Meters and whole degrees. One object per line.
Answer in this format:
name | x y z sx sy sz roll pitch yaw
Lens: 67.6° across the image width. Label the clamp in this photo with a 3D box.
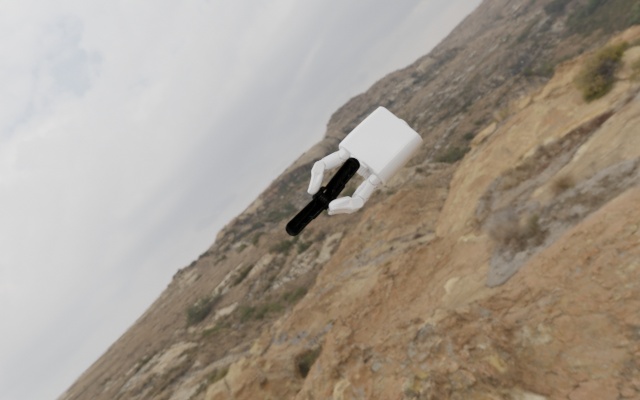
clamp | 0.000 0.002 0.859 0.036 0.164 0.210 44 -6 3
